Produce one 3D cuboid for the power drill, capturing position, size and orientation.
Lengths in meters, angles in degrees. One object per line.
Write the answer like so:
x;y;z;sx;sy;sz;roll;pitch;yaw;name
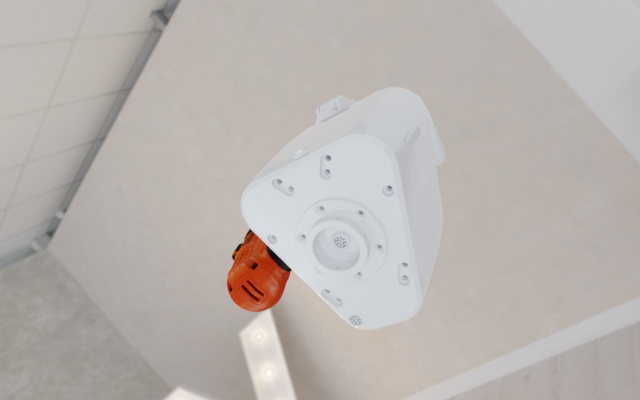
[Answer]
0.000;0.001;0.435;0.057;0.188;0.184;42;12;-10;power drill
